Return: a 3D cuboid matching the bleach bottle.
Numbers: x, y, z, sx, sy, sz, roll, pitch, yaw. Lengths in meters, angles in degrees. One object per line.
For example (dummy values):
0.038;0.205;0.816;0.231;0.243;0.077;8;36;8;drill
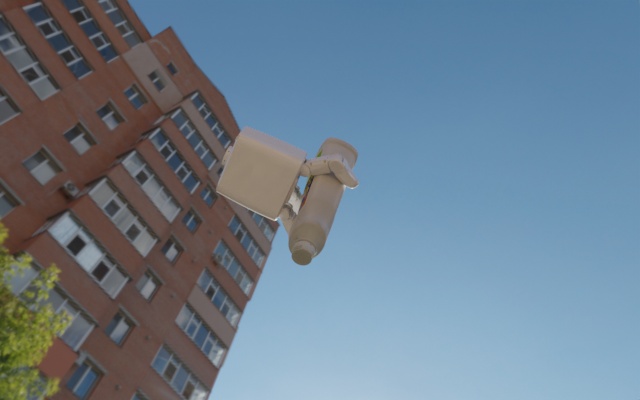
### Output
0.000;0.002;0.735;0.068;0.103;0.250;26;34;-5;bleach bottle
